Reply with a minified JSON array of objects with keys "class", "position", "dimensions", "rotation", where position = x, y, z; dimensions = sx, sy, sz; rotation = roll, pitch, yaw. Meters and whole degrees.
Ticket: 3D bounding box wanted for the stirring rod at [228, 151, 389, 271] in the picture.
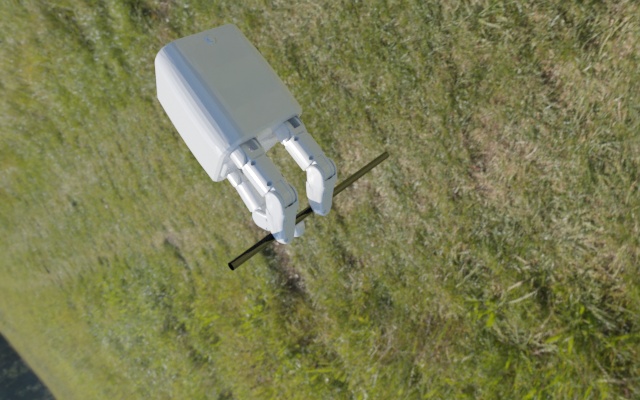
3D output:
[{"class":"stirring rod","position":[0.000,0.002,0.483],"dimensions":[0.011,0.011,0.239],"rotation":[0,27,46]}]
